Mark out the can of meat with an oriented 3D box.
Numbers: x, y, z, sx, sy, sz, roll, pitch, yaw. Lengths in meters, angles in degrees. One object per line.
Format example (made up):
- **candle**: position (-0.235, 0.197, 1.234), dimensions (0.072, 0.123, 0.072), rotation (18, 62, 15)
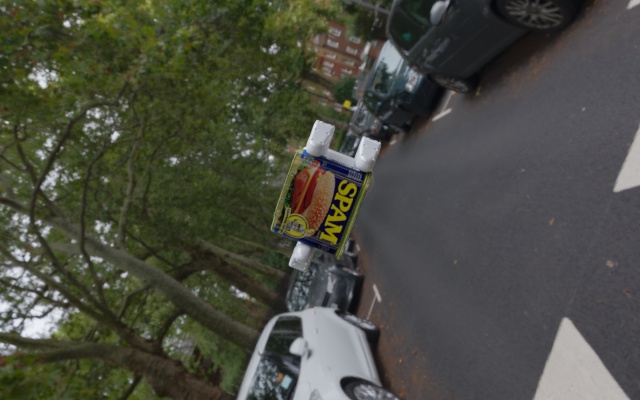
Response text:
- **can of meat**: position (0.000, 0.002, 0.526), dimensions (0.084, 0.102, 0.057), rotation (21, 10, 1)
